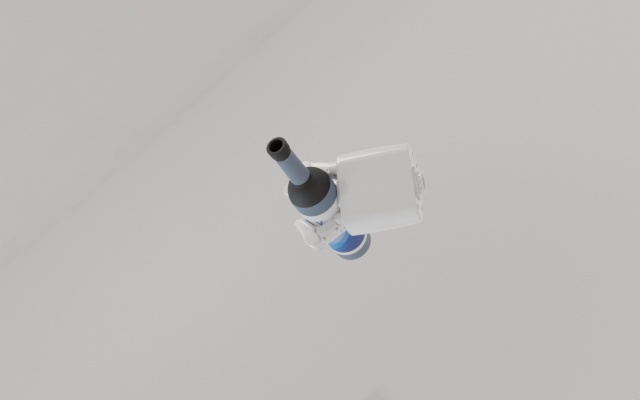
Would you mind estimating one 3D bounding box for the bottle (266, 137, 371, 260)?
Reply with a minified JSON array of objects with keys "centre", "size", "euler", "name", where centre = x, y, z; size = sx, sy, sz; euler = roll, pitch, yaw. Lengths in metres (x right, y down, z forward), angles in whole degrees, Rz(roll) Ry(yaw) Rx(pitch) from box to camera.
[{"centre":[0.000,0.002,0.704],"size":[0.069,0.069,0.296],"euler":[0,-28,25],"name":"bottle"}]
